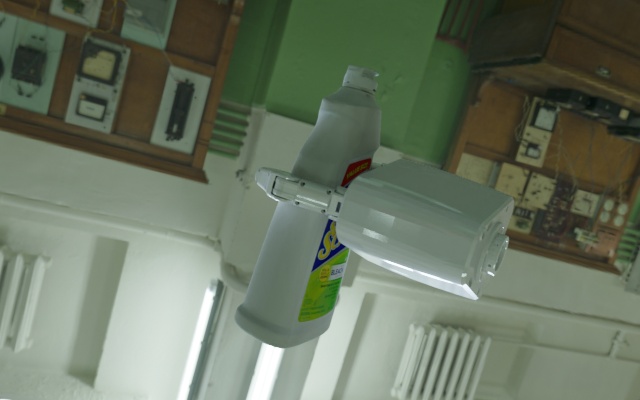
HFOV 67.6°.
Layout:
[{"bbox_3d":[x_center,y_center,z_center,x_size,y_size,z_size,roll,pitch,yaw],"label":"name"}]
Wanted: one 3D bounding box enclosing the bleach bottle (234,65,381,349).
[{"bbox_3d":[0.000,0.001,0.439,0.068,0.251,0.102,20,9,30],"label":"bleach bottle"}]
